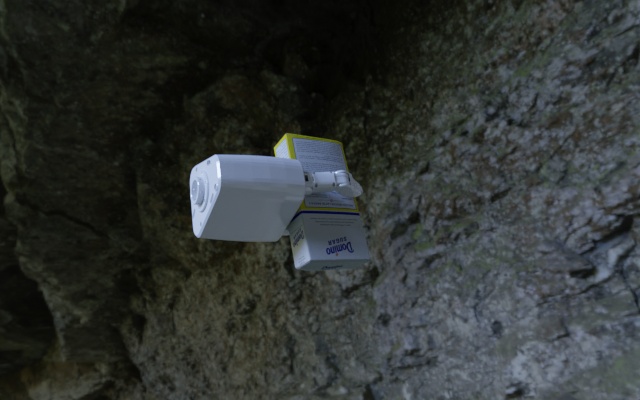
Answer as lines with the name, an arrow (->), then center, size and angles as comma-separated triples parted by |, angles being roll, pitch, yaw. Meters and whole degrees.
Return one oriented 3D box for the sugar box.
sugar box -> 0.000, 0.002, 0.623 | 0.093, 0.176, 0.048 | 4, -25, -32
